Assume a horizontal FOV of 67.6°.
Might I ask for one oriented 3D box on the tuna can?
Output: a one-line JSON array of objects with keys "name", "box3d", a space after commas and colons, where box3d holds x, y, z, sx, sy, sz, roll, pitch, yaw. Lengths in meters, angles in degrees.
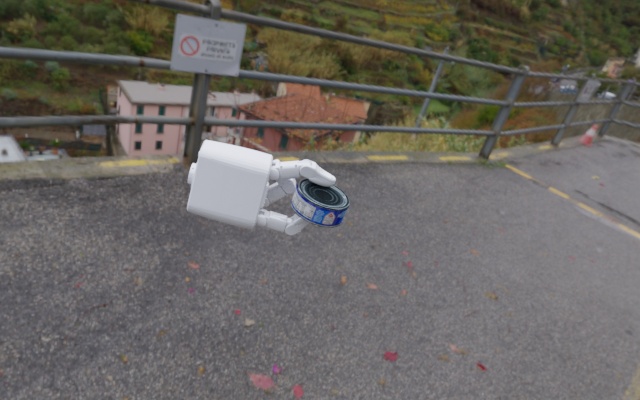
[{"name": "tuna can", "box3d": [0.000, 0.002, 0.723, 0.086, 0.034, 0.086, 18, 28, -10]}]
